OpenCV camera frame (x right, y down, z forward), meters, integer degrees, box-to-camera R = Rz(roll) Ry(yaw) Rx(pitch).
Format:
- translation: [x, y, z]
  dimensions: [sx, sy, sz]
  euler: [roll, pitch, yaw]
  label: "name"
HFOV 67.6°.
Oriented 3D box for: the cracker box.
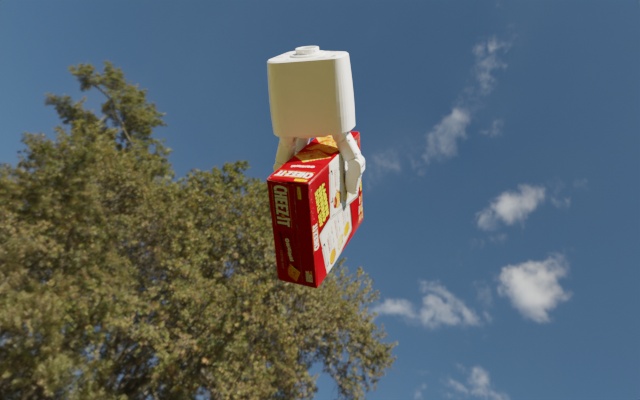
- translation: [0.000, 0.002, 0.728]
  dimensions: [0.072, 0.164, 0.213]
  euler: [7, 28, 22]
  label: "cracker box"
